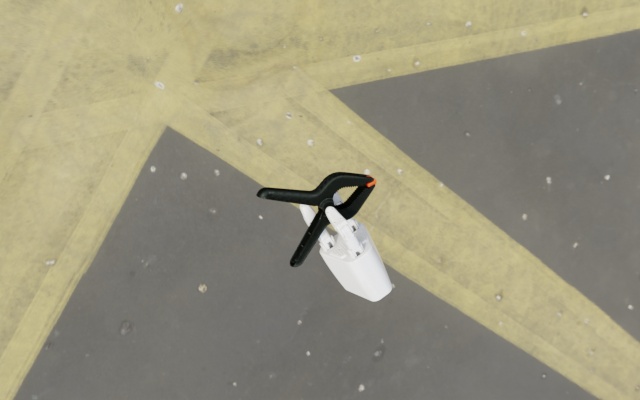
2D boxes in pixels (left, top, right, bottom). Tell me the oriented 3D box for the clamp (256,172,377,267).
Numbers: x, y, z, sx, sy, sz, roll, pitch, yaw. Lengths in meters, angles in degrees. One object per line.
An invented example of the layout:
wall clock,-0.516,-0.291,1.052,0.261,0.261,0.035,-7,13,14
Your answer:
clamp,0.001,0.003,0.834,0.210,0.165,0.036,-34,30,-7
